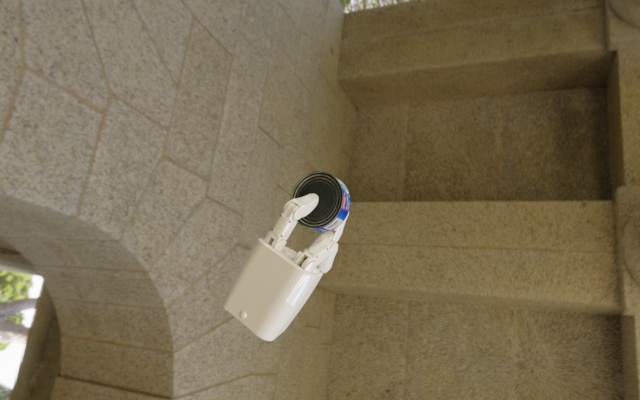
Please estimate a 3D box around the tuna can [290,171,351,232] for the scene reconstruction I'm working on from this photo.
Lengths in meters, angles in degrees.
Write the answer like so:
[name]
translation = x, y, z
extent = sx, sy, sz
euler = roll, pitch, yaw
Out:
[tuna can]
translation = 0.000, 0.002, 0.701
extent = 0.086, 0.086, 0.034
euler = 0, -13, 27
